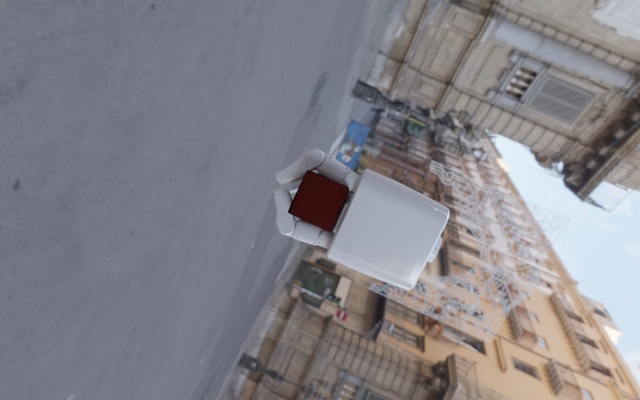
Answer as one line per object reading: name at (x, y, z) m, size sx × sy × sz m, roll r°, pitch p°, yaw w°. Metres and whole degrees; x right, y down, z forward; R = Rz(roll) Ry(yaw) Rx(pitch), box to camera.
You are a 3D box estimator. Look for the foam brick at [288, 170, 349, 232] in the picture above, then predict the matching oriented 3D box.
foam brick at (0.000, 0.002, 0.543) m, size 0.051 × 0.053 × 0.078 m, roll 24°, pitch -1°, yaw 4°
